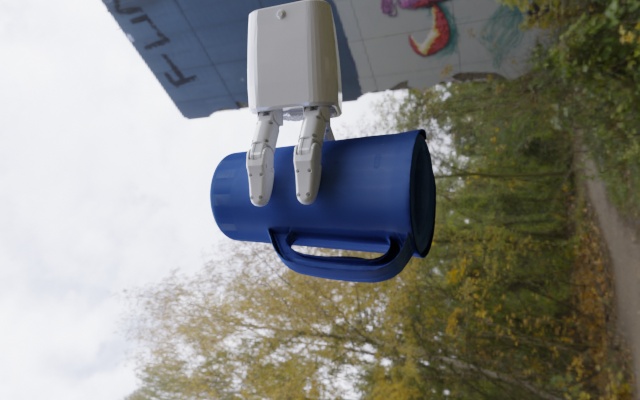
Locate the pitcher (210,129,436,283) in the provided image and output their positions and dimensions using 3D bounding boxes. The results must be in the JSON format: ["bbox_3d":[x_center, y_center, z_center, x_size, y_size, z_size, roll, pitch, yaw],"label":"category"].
[{"bbox_3d":[0.000,0.002,0.530,0.243,0.145,0.149,-1,4,23],"label":"pitcher"}]
